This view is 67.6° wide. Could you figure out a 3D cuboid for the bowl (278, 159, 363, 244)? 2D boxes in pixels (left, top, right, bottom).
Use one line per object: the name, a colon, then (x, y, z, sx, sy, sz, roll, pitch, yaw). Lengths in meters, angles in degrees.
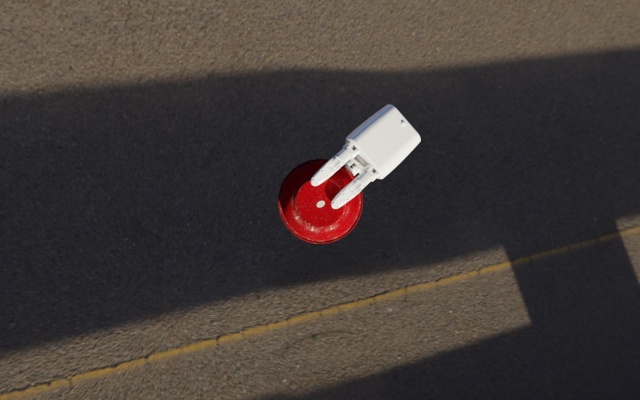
bowl: (-0.001, 0.004, 0.882, 0.162, 0.162, 0.055, 0, 3, 0)
